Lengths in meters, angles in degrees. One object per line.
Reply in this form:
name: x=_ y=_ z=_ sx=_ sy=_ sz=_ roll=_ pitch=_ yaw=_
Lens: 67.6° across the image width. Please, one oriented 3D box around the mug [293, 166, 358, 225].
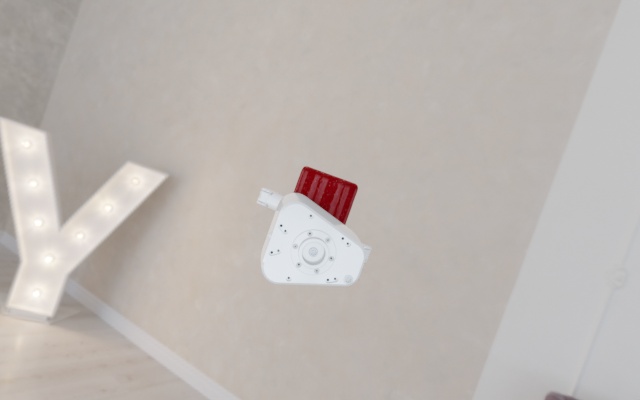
mug: x=0.000 y=0.002 z=0.668 sx=0.093 sy=0.081 sz=0.117 roll=19 pitch=3 yaw=-7
